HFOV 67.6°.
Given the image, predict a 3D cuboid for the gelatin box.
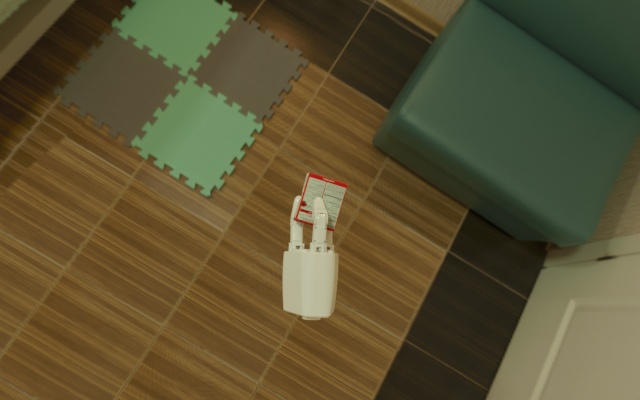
[{"bbox_3d":[0.000,0.002,0.843,0.073,0.089,0.030,17,-2,-9],"label":"gelatin box"}]
